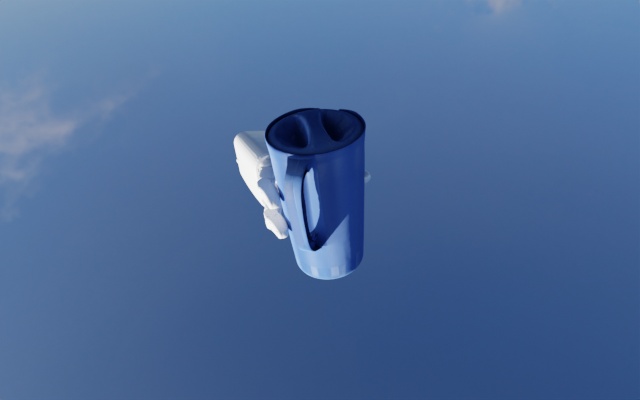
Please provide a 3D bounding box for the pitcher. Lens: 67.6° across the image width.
[{"bbox_3d":[0.000,0.002,0.685,0.149,0.243,0.145,-23,39,-21],"label":"pitcher"}]
